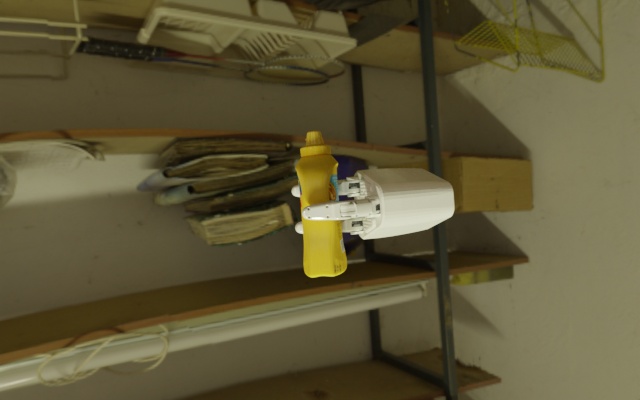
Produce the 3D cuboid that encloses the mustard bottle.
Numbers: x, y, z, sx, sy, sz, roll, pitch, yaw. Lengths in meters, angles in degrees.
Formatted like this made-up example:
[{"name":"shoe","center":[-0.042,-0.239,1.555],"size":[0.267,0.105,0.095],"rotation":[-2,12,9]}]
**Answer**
[{"name":"mustard bottle","center":[0.000,0.002,0.648],"size":[0.058,0.191,0.096],"rotation":[-4,2,10]}]
